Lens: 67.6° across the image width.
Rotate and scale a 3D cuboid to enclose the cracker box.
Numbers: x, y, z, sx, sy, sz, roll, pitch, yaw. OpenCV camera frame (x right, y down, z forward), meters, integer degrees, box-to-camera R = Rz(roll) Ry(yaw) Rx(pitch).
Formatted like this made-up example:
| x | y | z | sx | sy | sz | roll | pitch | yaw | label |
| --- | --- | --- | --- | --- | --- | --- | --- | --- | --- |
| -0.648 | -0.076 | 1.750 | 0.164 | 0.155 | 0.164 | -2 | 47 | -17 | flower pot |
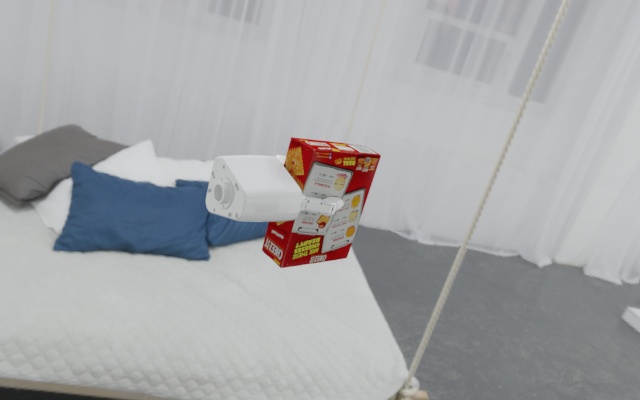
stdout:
| x | y | z | sx | sy | sz | roll | pitch | yaw | label |
| --- | --- | --- | --- | --- | --- | --- | --- | --- | --- |
| 0.000 | 0.003 | 0.842 | 0.164 | 0.214 | 0.072 | -2 | 26 | -43 | cracker box |
